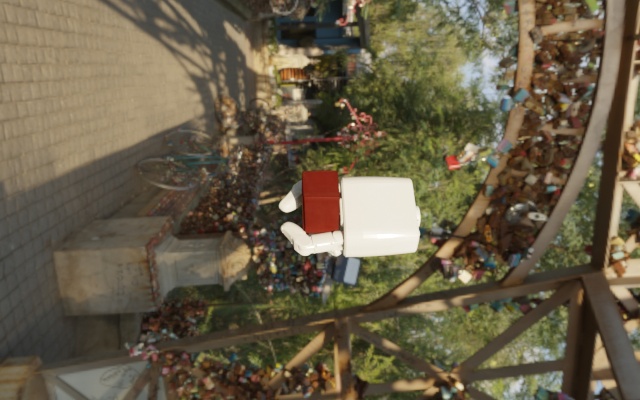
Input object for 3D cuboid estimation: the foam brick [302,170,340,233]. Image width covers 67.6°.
[{"bbox_3d":[0.000,0.002,0.673,0.051,0.053,0.078,-1,-43,-1],"label":"foam brick"}]
